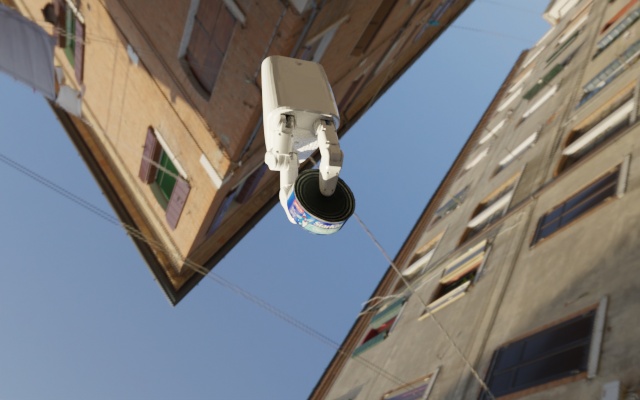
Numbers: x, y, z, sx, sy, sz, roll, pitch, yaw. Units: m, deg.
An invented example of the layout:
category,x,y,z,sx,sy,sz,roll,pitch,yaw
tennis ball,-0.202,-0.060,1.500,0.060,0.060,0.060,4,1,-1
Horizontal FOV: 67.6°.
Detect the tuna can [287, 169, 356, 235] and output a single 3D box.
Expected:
category,x,y,z,sx,sy,sz,roll,pitch,yaw
tuna can,0.000,0.002,0.619,0.086,0.086,0.034,0,-36,-29
